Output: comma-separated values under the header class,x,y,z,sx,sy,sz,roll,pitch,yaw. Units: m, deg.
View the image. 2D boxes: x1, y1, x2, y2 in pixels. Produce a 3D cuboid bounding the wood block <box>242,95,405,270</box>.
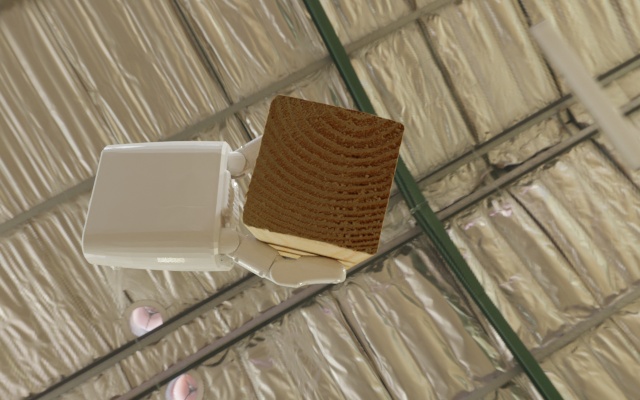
class,x,y,z,sx,sy,sz,roll,pitch,yaw
wood block,0.000,0.001,0.401,0.090,0.091,0.206,13,-11,1
